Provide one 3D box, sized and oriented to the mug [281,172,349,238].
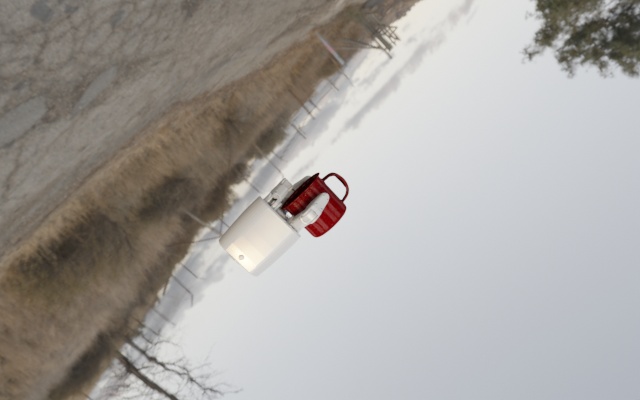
[{"bbox_3d":[0.001,0.002,0.842,0.117,0.081,0.093,-44,10,3],"label":"mug"}]
